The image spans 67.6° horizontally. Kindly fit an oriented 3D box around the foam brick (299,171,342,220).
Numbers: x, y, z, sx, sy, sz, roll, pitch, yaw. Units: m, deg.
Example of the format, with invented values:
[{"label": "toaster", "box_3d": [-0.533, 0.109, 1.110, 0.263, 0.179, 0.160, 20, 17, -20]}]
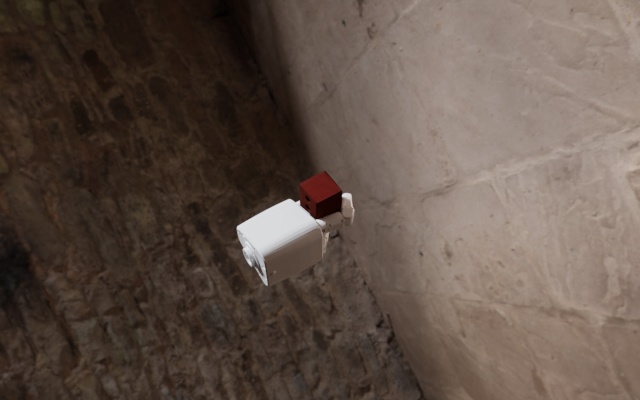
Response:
[{"label": "foam brick", "box_3d": [0.000, 0.002, 0.789, 0.051, 0.078, 0.053, -26, 54, -21]}]
